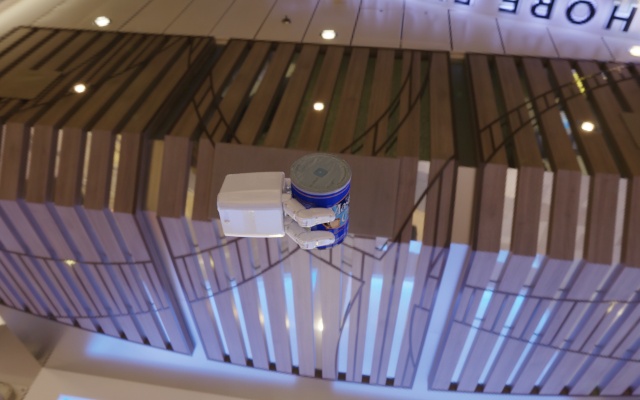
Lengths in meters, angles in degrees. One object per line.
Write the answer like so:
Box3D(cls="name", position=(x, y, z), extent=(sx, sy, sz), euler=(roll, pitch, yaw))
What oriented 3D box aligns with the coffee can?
Box3D(cls="coffee can", position=(0.000, 0.003, 0.836), extent=(0.103, 0.140, 0.102), euler=(0, 43, 0))
